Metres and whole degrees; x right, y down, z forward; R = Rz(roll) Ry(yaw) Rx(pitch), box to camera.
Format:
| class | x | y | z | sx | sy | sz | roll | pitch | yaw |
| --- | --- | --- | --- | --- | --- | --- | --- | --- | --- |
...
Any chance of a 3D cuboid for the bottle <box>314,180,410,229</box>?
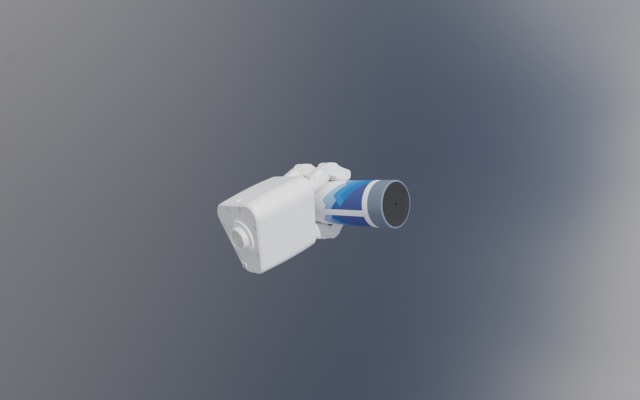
| class | x | y | z | sx | sy | sz | roll | pitch | yaw |
| --- | --- | --- | --- | --- | --- | --- | --- | --- | --- |
| bottle | 0.000 | 0.002 | 0.754 | 0.069 | 0.069 | 0.295 | 0 | 1 | -45 |
